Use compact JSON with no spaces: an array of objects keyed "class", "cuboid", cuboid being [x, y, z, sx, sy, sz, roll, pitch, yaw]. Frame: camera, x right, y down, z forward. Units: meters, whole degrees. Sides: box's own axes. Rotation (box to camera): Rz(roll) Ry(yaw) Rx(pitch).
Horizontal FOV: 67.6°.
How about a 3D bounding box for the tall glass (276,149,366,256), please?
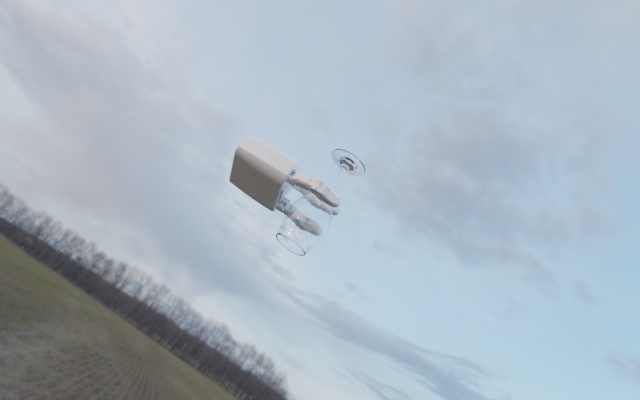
[{"class":"tall glass","cuboid":[0.001,0.002,0.866,0.079,0.201,0.079,29,-24,14]}]
